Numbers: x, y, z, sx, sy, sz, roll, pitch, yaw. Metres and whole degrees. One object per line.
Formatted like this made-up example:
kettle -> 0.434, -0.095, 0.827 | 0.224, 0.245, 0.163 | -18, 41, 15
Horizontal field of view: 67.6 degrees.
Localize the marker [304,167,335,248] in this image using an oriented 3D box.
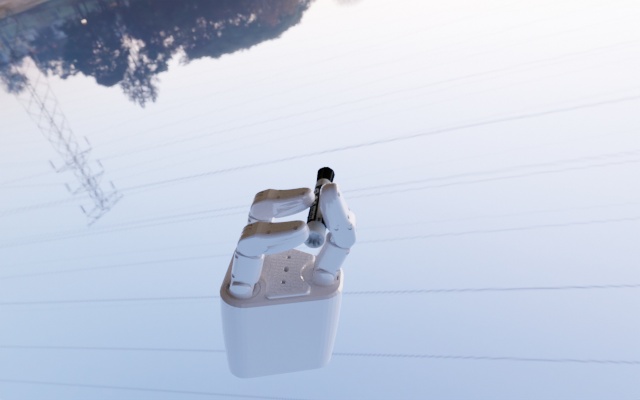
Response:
marker -> 0.000, 0.001, 0.449 | 0.020, 0.020, 0.121 | 0, 32, 7
